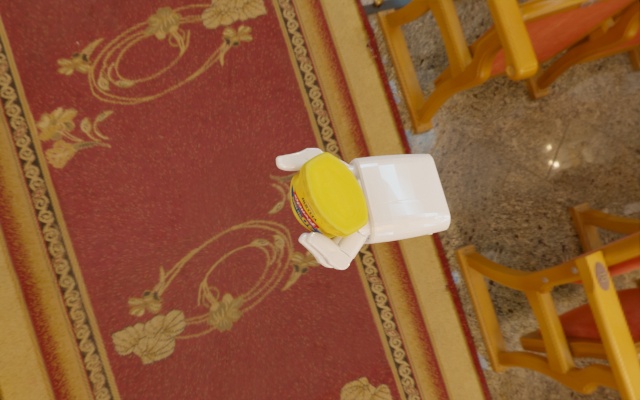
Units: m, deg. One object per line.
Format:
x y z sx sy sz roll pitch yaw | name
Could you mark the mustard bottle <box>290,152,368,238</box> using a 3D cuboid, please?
0.000 0.002 0.615 0.058 0.096 0.191 -32 1 -13 | mustard bottle
